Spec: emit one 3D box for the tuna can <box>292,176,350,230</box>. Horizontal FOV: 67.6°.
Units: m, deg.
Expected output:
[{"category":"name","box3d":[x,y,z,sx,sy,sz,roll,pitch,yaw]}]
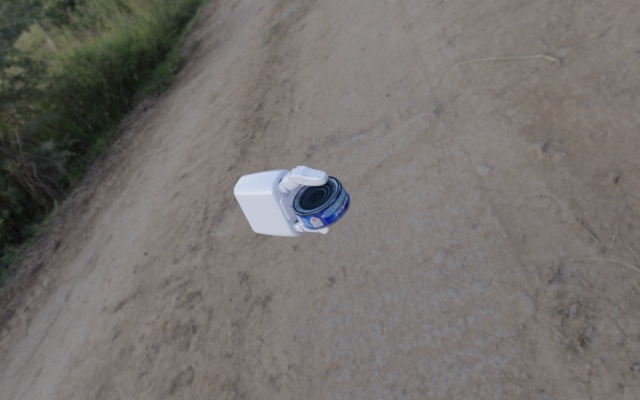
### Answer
[{"category":"tuna can","box3d":[0.000,0.002,0.730,0.086,0.086,0.034,0,-43,39]}]
